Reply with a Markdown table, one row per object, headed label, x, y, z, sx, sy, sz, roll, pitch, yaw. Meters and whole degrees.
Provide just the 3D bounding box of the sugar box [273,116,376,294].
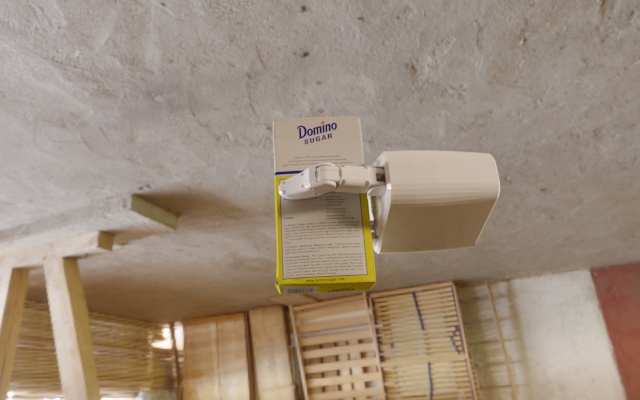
| label | x | y | z | sx | sy | sz | roll | pitch | yaw |
| --- | --- | --- | --- | --- | --- | --- | --- | --- | --- |
| sugar box | 0.000 | 0.002 | 0.481 | 0.093 | 0.176 | 0.048 | -2 | -23 | -3 |
